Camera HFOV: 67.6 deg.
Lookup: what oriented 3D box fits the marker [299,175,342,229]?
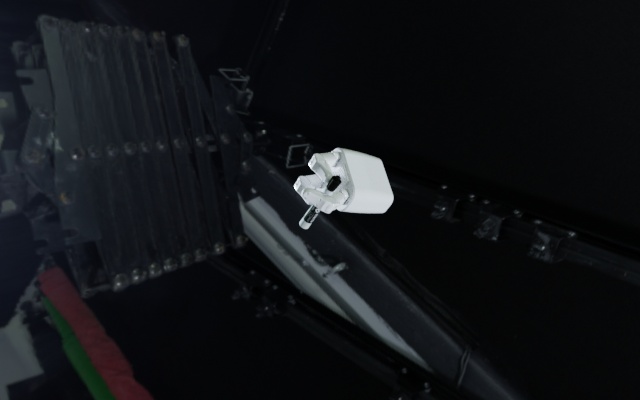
[{"bbox_3d":[0.000,0.003,0.818,0.020,0.020,0.121,0,-44,-43],"label":"marker"}]
